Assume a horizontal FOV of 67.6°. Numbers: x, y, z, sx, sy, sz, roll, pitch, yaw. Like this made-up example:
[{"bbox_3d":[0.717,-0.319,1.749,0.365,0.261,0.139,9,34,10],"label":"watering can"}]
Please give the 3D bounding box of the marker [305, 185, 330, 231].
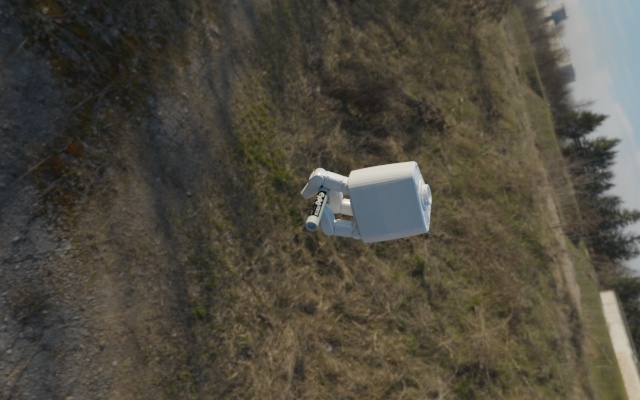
[{"bbox_3d":[0.000,0.002,0.751,0.020,0.020,0.121,0,37,16],"label":"marker"}]
